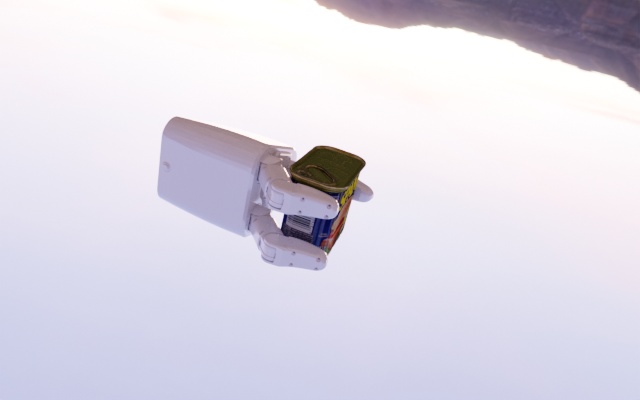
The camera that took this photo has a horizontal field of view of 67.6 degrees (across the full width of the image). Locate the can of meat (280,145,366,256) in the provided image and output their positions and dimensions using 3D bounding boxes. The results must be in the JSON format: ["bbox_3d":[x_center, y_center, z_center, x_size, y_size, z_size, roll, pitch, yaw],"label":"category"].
[{"bbox_3d":[0.000,0.002,0.475,0.057,0.084,0.102,20,26,11],"label":"can of meat"}]
